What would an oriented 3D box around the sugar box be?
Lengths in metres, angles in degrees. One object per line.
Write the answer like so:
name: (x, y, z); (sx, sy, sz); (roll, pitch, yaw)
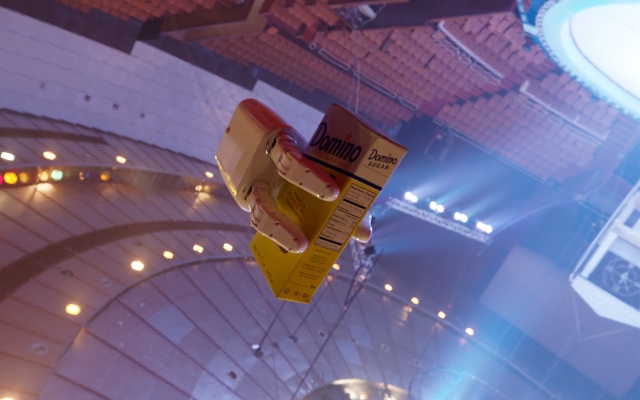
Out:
sugar box: (0.000, 0.001, 0.458); (0.048, 0.176, 0.093); (18, 18, -34)
